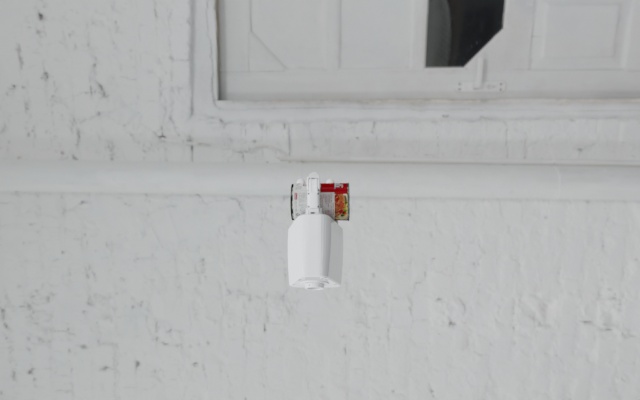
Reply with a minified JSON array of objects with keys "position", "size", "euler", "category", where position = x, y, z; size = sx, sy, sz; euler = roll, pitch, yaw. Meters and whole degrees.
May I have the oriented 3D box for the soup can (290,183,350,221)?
[{"position":[0.000,0.002,0.844],"size":[0.102,0.068,0.068],"euler":[0,0,2],"category":"soup can"}]
